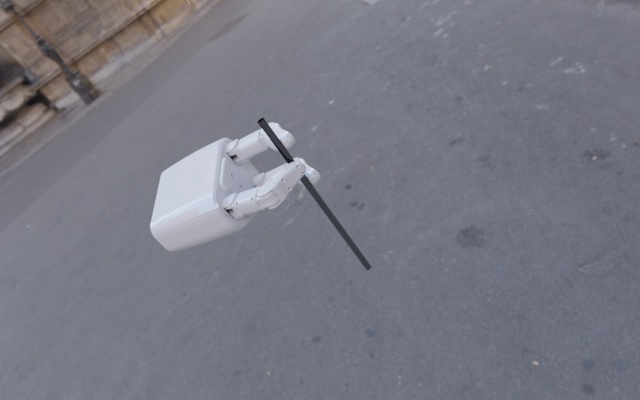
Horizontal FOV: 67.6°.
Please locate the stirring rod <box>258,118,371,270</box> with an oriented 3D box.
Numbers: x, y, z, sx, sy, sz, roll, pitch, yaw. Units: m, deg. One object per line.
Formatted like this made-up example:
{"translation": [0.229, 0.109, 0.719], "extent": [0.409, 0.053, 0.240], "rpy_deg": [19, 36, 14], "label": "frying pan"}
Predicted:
{"translation": [0.000, 0.002, 0.549], "extent": [0.011, 0.011, 0.240], "rpy_deg": [0, -44, 45], "label": "stirring rod"}
